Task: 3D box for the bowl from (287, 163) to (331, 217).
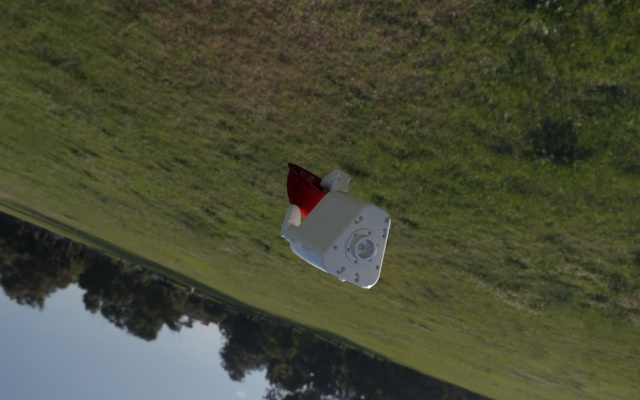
[{"bbox_3d":[0.000,0.003,0.804,0.162,0.055,0.162,33,8,-5],"label":"bowl"}]
